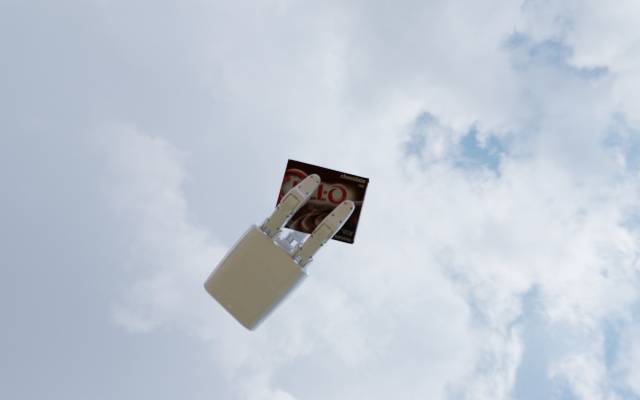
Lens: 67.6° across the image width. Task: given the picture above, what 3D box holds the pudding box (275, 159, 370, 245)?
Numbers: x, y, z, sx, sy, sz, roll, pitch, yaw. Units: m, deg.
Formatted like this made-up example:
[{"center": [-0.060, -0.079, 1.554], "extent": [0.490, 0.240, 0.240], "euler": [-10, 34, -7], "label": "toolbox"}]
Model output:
[{"center": [0.000, 0.002, 0.632], "extent": [0.113, 0.090, 0.039], "euler": [14, -4, 4], "label": "pudding box"}]
